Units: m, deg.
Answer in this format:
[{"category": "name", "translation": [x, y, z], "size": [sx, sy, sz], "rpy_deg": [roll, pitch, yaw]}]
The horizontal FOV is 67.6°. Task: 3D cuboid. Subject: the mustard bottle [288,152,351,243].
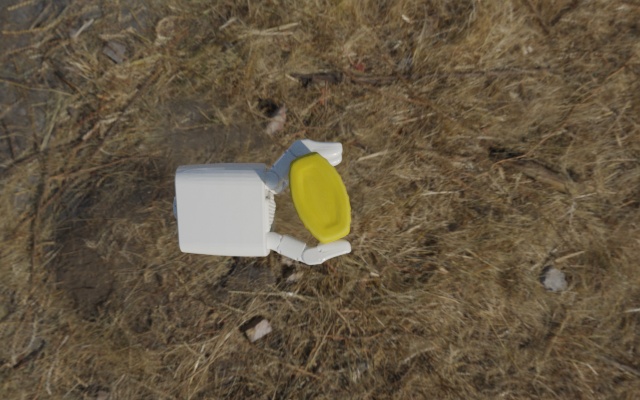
[{"category": "mustard bottle", "translation": [0.000, 0.002, 0.586], "size": [0.058, 0.096, 0.191], "rpy_deg": [-24, -4, -1]}]
